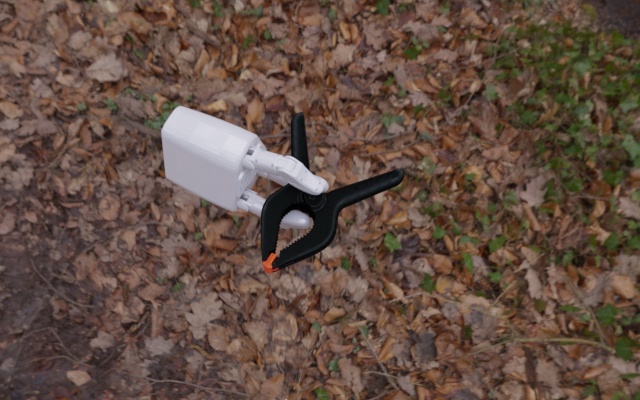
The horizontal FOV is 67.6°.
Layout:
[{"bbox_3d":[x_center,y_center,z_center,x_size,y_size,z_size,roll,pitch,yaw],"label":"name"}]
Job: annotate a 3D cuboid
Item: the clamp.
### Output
[{"bbox_3d":[0.000,0.002,0.587,0.164,0.210,0.036,24,-22,6],"label":"clamp"}]
